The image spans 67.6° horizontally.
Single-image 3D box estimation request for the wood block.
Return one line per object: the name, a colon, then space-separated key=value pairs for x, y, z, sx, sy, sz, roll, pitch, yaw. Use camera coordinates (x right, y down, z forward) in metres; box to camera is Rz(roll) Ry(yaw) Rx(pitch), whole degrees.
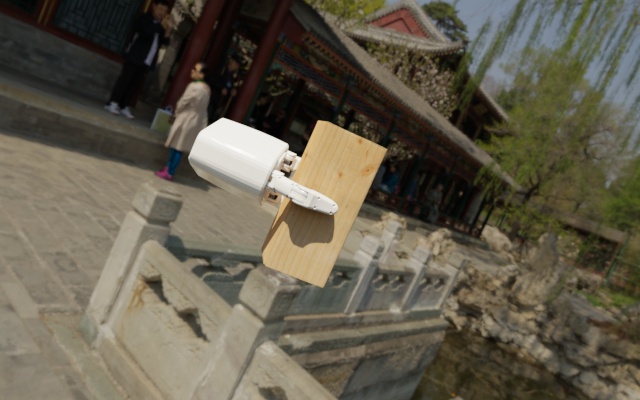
wood block: x=0.000 y=0.002 z=0.667 sx=0.090 sy=0.206 sz=0.091 roll=23 pitch=6 yaw=-12
